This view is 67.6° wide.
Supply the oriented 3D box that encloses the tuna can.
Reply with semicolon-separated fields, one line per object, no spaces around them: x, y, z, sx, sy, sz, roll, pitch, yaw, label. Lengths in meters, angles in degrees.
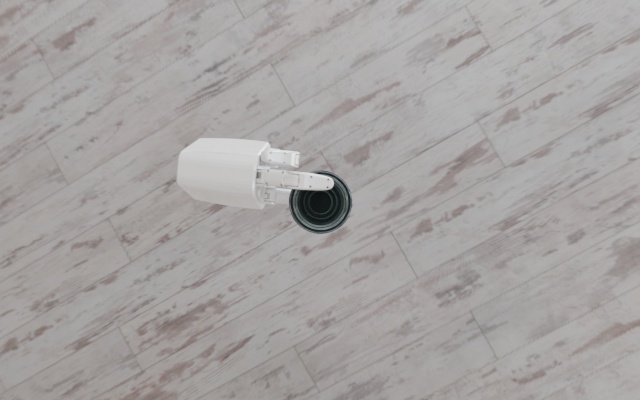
0.000;0.002;0.645;0.086;0.086;0.034;0;1;0;tuna can
